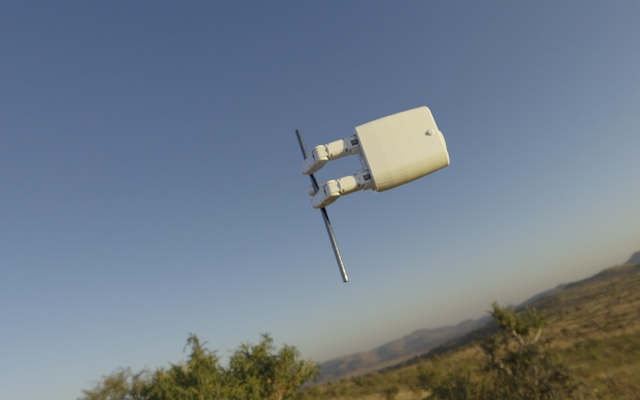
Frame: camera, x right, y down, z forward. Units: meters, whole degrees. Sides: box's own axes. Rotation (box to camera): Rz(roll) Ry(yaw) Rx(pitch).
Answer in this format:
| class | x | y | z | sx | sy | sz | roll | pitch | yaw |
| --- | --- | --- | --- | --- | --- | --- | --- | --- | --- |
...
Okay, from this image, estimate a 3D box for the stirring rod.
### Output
| class | x | y | z | sx | sy | sz | roll | pitch | yaw |
| --- | --- | --- | --- | --- | --- | --- | --- | --- | --- |
| stirring rod | 0.000 | 0.002 | 0.690 | 0.011 | 0.239 | 0.011 | -16 | -18 | -5 |
